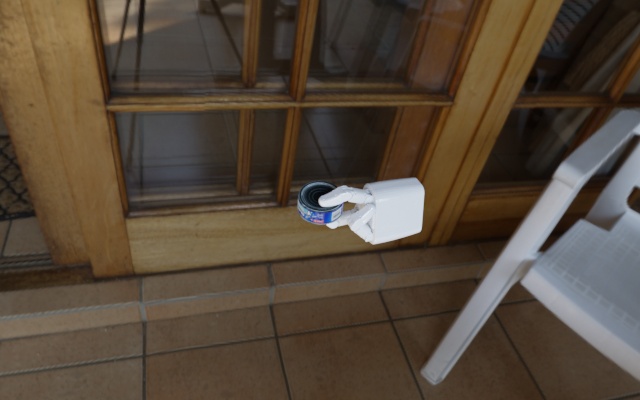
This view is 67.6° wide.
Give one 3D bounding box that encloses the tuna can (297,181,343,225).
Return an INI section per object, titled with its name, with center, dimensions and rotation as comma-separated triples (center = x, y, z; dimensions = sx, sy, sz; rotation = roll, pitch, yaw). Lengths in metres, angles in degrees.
[tuna can]
center = 0.000, 0.002, 0.883
dimensions = 0.086, 0.034, 0.086
rotation = 2, 44, -2
